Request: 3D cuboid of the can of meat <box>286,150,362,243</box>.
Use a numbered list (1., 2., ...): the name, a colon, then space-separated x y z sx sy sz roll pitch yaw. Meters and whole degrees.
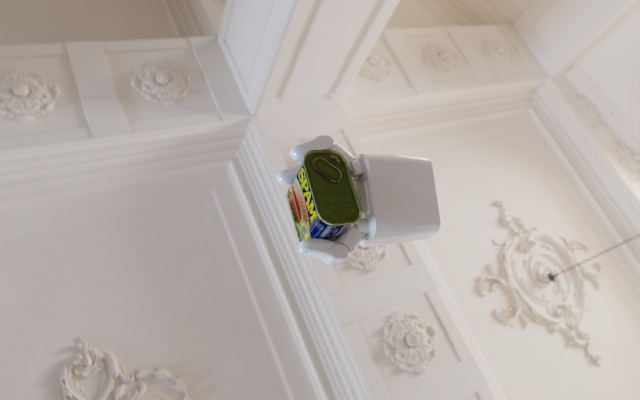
1. can of meat: 0.000 0.002 0.595 0.057 0.102 0.084 -4 -27 -25
